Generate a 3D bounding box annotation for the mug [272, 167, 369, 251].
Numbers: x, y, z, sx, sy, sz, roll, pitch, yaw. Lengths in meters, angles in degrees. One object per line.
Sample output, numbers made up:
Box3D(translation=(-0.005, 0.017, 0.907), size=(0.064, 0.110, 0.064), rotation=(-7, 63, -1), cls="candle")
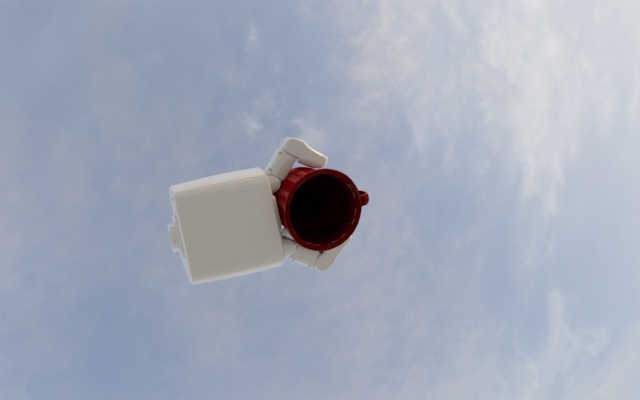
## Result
Box3D(translation=(0.001, 0.001, 0.567), size=(0.117, 0.093, 0.081), rotation=(-12, 14, -20), cls="mug")
